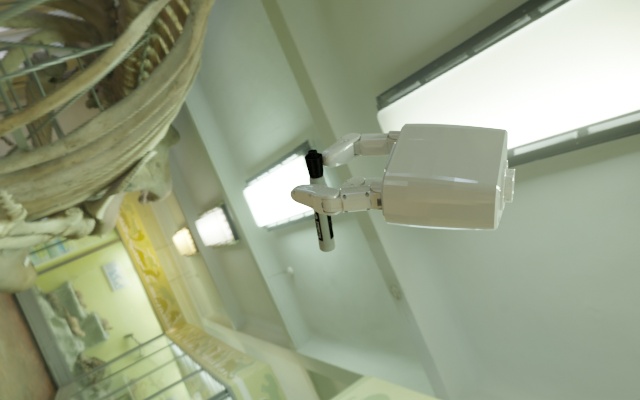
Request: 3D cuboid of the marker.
[{"bbox_3d":[0.000,0.002,0.518,0.020,0.121,0.020,-7,29,4],"label":"marker"}]
